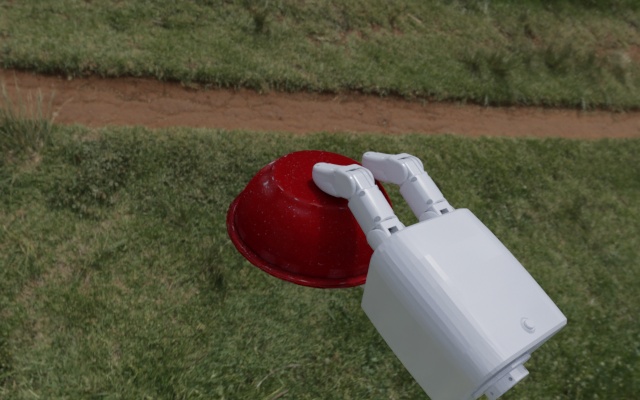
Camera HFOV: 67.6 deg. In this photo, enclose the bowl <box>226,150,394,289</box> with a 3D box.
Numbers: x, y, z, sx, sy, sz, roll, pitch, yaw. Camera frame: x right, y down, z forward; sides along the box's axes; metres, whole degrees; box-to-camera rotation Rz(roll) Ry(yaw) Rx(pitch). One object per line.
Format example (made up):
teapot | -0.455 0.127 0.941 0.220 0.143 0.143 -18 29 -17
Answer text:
bowl | -0.001 0.000 0.422 0.162 0.055 0.162 7 34 -5
